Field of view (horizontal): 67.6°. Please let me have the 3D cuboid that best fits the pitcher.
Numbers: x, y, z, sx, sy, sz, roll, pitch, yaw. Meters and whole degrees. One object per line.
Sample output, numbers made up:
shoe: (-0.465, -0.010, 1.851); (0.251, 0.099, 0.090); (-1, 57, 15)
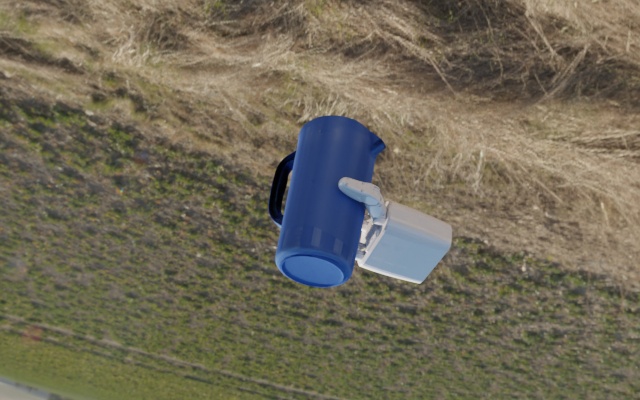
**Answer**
pitcher: (0.000, 0.002, 0.720); (0.145, 0.242, 0.149); (20, -36, -11)
